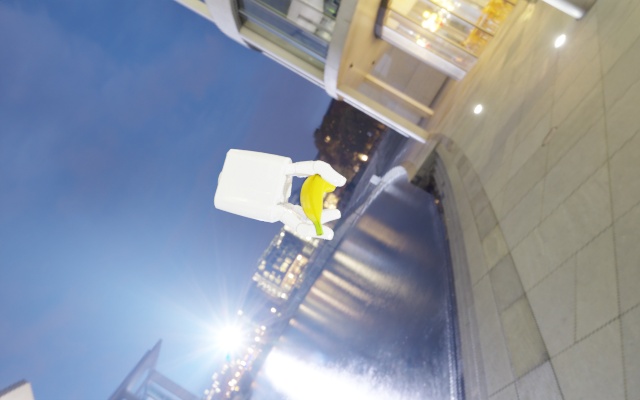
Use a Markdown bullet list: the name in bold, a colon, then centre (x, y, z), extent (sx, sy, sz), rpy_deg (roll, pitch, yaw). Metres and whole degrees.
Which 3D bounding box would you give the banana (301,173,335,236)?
- **banana**: centre (-0.004, -0.013, 0.818), extent (0.037, 0.070, 0.197), rpy_deg (-8, 23, 13)
